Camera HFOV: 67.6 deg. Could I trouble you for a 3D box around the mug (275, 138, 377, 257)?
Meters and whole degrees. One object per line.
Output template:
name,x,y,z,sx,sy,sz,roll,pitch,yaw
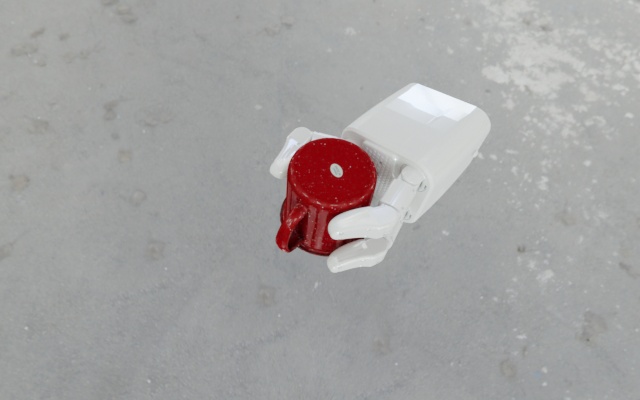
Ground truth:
mug,-0.001,0.002,0.451,0.117,0.093,0.082,-41,-21,-27
